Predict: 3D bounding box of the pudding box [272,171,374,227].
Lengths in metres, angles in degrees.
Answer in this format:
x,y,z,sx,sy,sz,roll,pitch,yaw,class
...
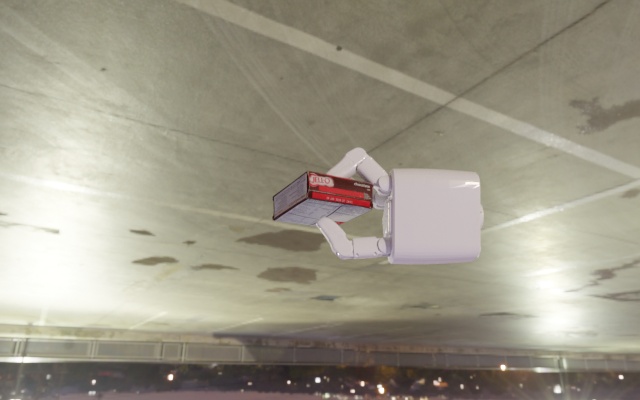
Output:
x,y,z,sx,sy,sz,roll,pitch,yaw,class
0.000,0.002,0.600,0.090,0.039,0.113,10,-22,-25,pudding box
